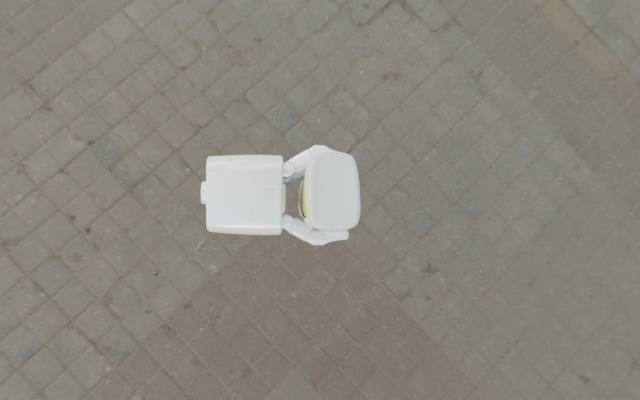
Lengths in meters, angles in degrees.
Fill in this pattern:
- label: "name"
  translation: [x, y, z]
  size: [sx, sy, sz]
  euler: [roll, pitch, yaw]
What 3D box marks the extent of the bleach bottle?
- label: "bleach bottle"
  translation: [0.000, 0.002, 0.702]
  size: [0.068, 0.102, 0.251]
  euler: [0, -8, -7]
